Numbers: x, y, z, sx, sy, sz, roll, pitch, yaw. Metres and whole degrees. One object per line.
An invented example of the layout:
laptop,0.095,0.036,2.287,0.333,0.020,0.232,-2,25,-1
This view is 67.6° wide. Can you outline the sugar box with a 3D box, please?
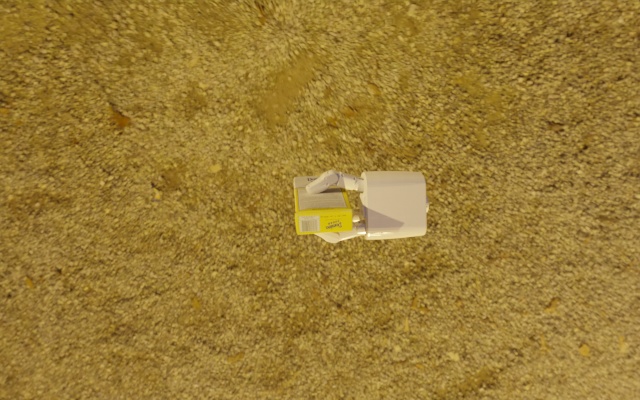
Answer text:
sugar box,0.000,0.003,0.844,0.093,0.048,0.176,-3,19,-2
